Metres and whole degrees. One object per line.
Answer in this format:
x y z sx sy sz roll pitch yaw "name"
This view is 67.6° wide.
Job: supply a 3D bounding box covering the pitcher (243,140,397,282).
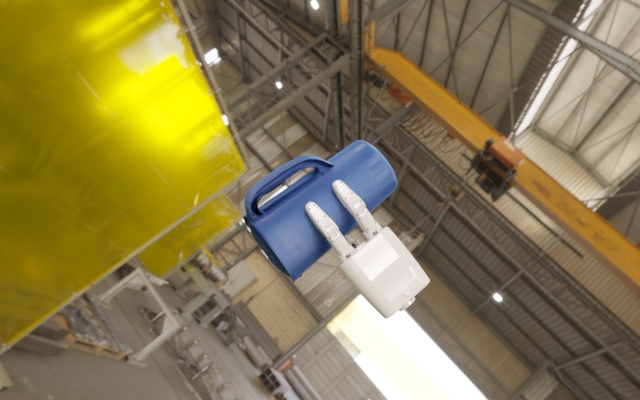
0.000 0.003 0.778 0.243 0.145 0.149 -38 -11 -12 "pitcher"
